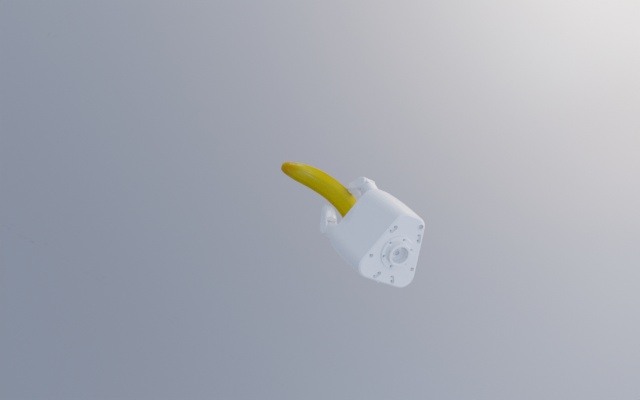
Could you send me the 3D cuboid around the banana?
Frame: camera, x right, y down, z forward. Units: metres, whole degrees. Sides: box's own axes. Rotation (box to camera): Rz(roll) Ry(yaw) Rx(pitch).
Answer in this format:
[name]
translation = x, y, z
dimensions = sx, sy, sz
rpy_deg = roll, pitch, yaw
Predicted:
[banana]
translation = 0.017, -0.004, 0.821
dimensions = 0.069, 0.198, 0.037
rpy_deg = -31, 26, 22
